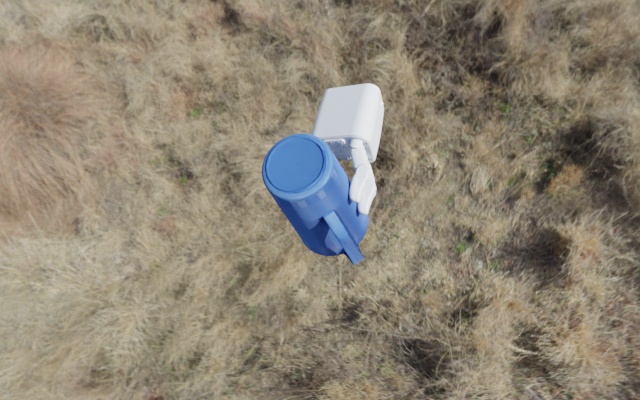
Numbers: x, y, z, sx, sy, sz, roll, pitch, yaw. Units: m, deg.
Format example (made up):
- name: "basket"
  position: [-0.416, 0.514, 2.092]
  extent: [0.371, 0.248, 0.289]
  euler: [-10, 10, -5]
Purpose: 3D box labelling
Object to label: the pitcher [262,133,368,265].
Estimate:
- name: "pitcher"
  position: [0.000, 0.002, 0.776]
  extent: [0.149, 0.145, 0.243]
  euler: [10, -20, 19]
